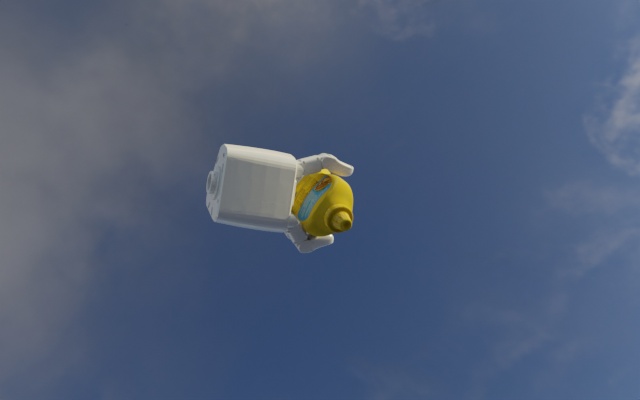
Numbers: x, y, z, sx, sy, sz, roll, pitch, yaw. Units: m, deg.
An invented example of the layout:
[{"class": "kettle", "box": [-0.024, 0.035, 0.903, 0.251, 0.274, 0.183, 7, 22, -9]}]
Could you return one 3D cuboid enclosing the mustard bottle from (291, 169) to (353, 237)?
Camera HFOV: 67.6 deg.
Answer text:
[{"class": "mustard bottle", "box": [0.000, 0.002, 0.735, 0.058, 0.096, 0.191, 36, 3, -29]}]
